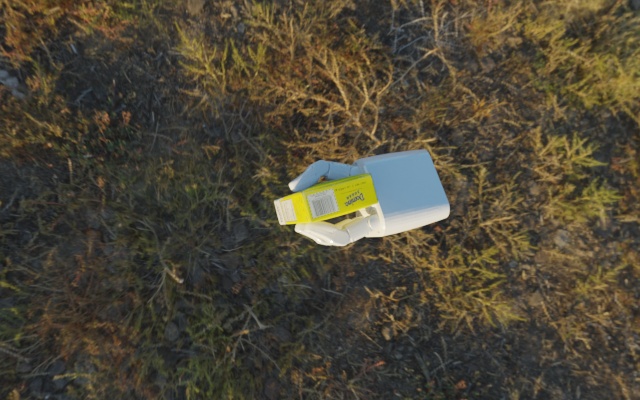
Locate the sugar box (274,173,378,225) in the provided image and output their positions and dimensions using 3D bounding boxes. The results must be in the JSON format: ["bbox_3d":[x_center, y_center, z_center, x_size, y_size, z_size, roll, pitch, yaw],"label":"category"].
[{"bbox_3d":[0.000,0.003,0.652,0.093,0.048,0.176,-15,-2,-16],"label":"sugar box"}]
